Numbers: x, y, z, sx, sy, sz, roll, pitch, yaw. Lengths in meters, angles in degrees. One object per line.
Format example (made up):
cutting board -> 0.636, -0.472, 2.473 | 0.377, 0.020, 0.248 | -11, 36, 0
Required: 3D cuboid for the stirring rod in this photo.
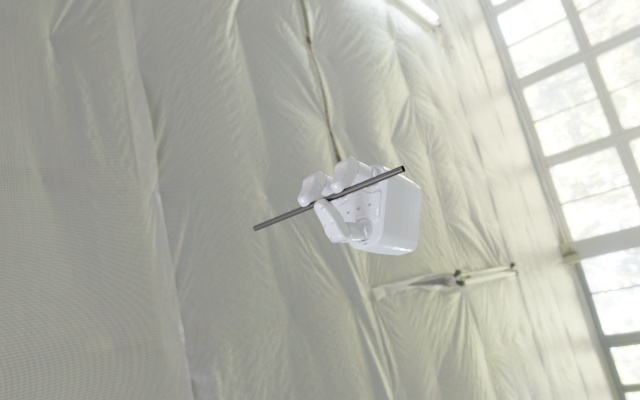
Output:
stirring rod -> 0.000, 0.002, 0.594 | 0.239, 0.011, 0.011 | -22, -13, 35
